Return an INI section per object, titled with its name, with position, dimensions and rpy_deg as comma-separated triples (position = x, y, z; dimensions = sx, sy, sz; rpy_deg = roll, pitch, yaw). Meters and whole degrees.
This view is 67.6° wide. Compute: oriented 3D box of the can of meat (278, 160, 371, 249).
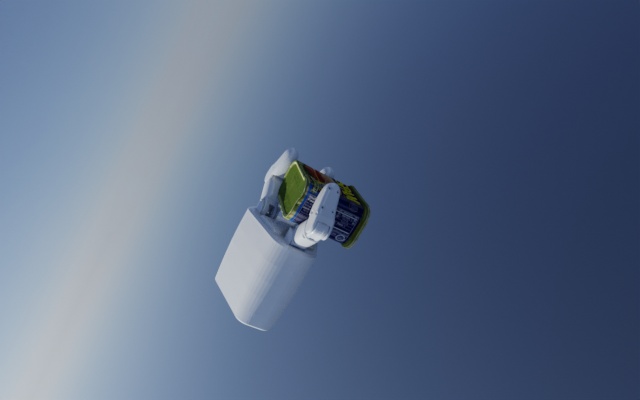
[can of meat]
position = 0.000, 0.002, 0.562
dimensions = 0.084, 0.057, 0.102
rpy_deg = 25, 14, -20
